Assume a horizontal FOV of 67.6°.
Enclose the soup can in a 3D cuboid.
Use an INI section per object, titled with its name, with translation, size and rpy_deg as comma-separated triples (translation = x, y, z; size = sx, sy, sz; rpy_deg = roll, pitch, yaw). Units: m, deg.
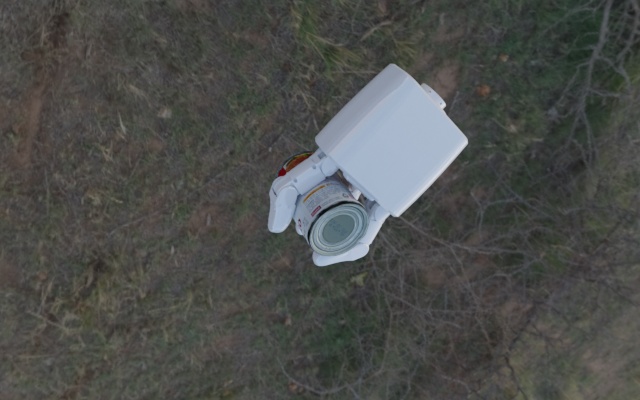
[soup can]
translation = 0.000, 0.002, 0.501
size = 0.068, 0.068, 0.102
rpy_deg = 0, 34, -28
